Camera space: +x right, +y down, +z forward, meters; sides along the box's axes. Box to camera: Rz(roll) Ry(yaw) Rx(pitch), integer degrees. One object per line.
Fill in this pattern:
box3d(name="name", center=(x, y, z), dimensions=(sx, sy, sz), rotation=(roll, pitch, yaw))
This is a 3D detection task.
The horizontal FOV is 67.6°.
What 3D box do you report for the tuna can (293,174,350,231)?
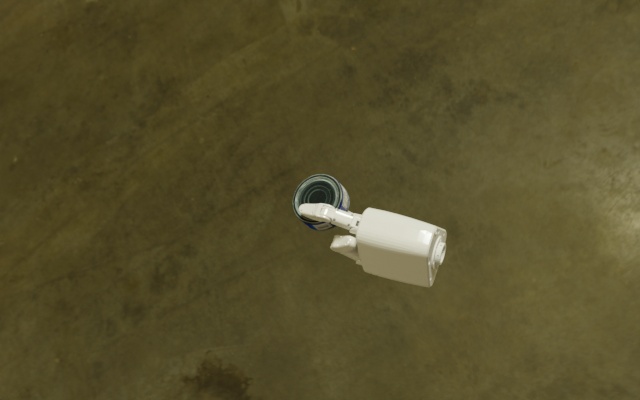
box3d(name="tuna can", center=(0.000, 0.002, 0.750), dimensions=(0.086, 0.086, 0.034), rotation=(0, -22, 24))
